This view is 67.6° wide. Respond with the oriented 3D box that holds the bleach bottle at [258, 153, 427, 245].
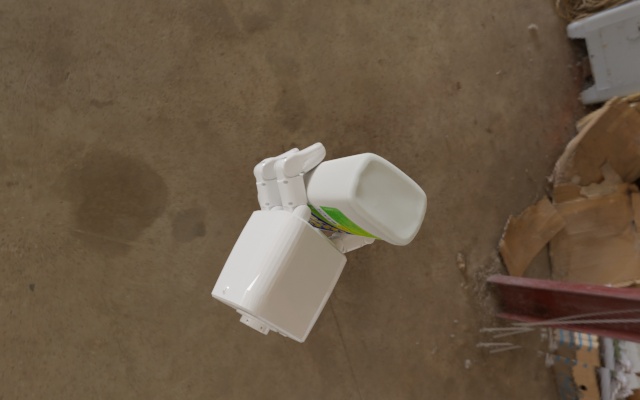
[{"bbox_3d":[0.000,0.002,0.564,0.102,0.068,0.251,35,-19,-26],"label":"bleach bottle"}]
